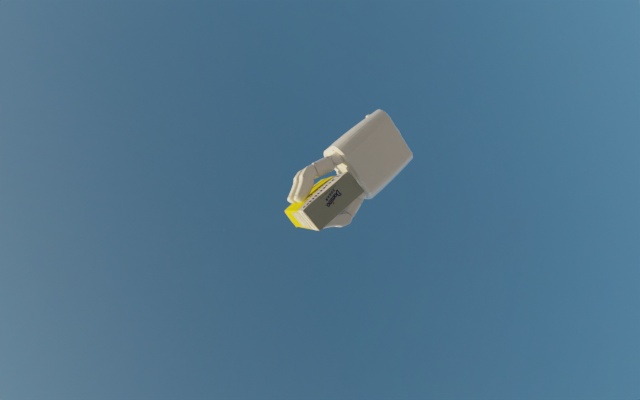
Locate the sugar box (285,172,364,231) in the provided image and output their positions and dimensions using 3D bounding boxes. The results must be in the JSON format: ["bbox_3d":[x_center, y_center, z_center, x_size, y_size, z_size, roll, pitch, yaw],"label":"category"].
[{"bbox_3d":[0.000,0.002,0.770,0.093,0.048,0.176,-41,5,-11],"label":"sugar box"}]
